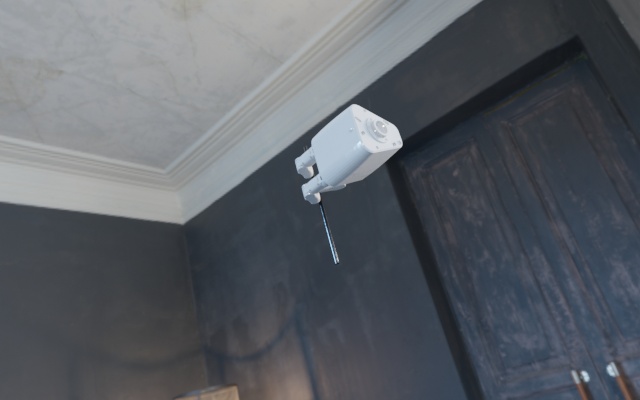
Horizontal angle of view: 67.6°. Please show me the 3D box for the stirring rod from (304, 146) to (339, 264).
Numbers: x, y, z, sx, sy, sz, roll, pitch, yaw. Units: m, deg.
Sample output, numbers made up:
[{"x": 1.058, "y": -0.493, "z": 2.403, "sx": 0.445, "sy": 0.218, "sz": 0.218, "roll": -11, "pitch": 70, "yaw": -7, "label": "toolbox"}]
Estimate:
[{"x": 0.000, "y": 0.003, "z": 0.874, "sx": 0.011, "sy": 0.239, "sz": 0.011, "roll": -13, "pitch": -23, "yaw": -6, "label": "stirring rod"}]
